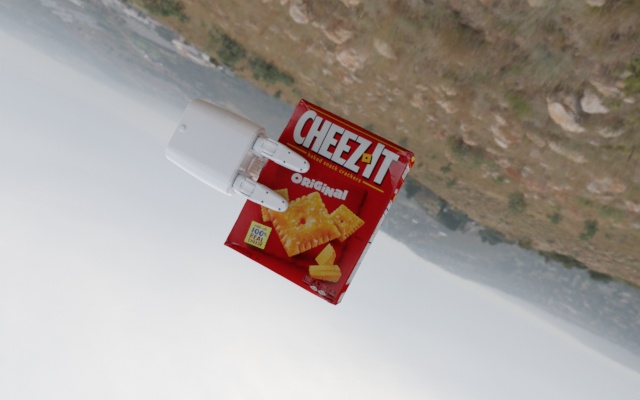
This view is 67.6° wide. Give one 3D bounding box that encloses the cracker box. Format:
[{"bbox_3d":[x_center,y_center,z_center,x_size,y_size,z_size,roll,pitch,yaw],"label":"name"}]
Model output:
[{"bbox_3d":[0.000,0.002,0.616,0.164,0.213,0.072,28,0,11],"label":"cracker box"}]
